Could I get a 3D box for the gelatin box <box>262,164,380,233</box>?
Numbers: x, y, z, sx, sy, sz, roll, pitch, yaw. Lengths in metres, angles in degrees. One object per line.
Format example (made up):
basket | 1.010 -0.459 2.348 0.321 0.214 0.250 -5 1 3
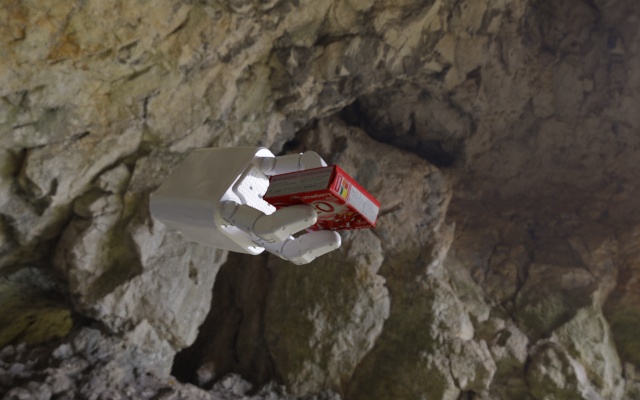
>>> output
gelatin box | 0.000 0.001 0.458 0.089 0.030 0.073 -7 -34 41
